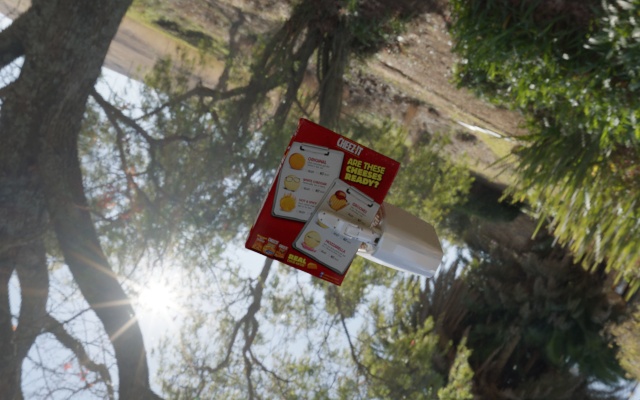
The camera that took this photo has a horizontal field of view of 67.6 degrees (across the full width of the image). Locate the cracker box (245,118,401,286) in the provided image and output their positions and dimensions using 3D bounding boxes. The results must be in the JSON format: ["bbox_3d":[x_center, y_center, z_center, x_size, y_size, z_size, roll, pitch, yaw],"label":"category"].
[{"bbox_3d":[0.000,0.003,0.739,0.164,0.214,0.072,23,9,-11],"label":"cracker box"}]
